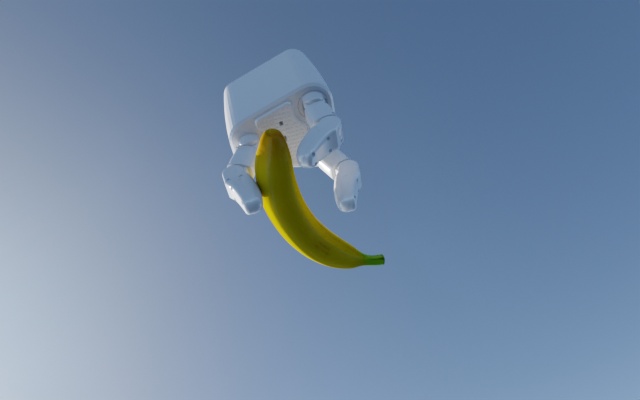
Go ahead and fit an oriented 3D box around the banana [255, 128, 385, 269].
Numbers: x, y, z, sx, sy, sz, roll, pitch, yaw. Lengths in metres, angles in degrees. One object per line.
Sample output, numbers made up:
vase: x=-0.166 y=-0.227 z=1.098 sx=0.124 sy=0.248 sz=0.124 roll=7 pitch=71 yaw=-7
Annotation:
banana: x=-0.013 y=0.013 z=0.462 sx=0.069 sy=0.037 sz=0.198 roll=-32 pitch=-53 yaw=14
